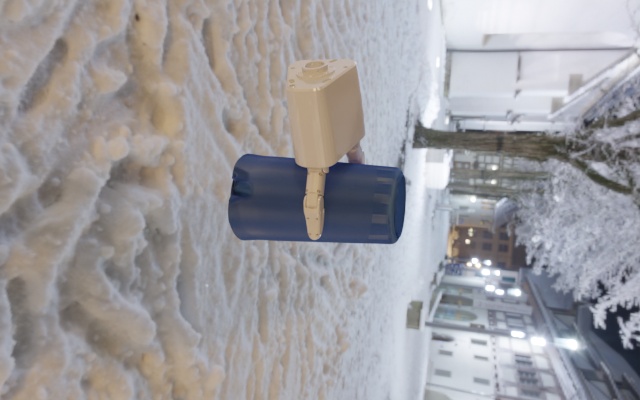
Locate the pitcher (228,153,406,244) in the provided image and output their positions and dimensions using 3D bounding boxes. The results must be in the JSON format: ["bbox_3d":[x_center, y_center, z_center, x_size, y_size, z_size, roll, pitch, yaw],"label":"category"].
[{"bbox_3d":[0.000,0.002,0.707,0.243,0.145,0.149,4,35,17],"label":"pitcher"}]
